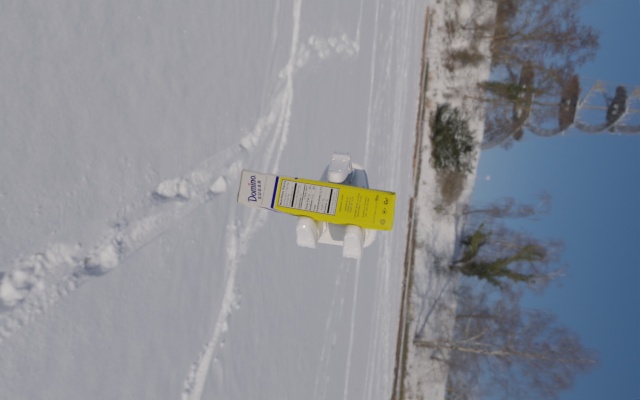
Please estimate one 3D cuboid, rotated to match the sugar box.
[{"bbox_3d":[0.000,0.002,0.565,0.176,0.048,0.093,7,-5,9],"label":"sugar box"}]
